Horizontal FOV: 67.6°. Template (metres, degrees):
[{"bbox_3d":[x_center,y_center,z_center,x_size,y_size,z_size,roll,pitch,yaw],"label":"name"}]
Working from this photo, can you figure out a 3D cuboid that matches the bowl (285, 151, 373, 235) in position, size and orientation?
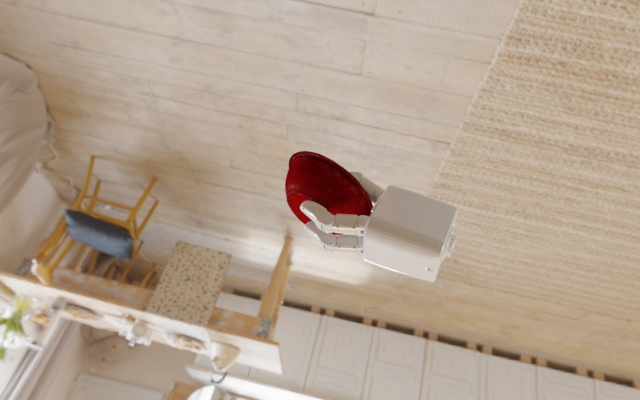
[{"bbox_3d":[-0.001,0.002,0.732,0.162,0.162,0.055,0,43,54],"label":"bowl"}]
